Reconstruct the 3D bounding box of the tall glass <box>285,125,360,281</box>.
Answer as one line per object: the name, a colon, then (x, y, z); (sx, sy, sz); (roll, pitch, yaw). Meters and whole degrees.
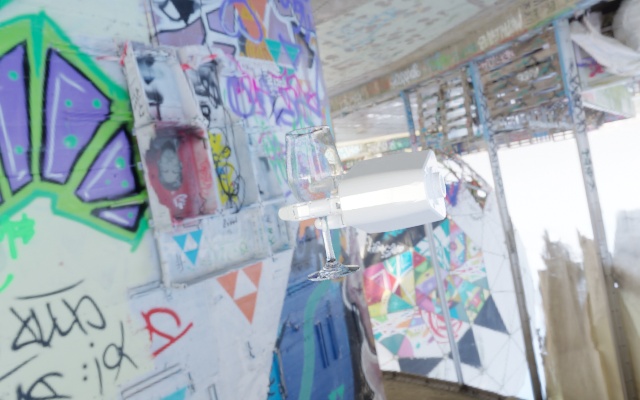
tall glass: (0.000, 0.003, 0.653); (0.079, 0.201, 0.079); (-11, 1, 0)
